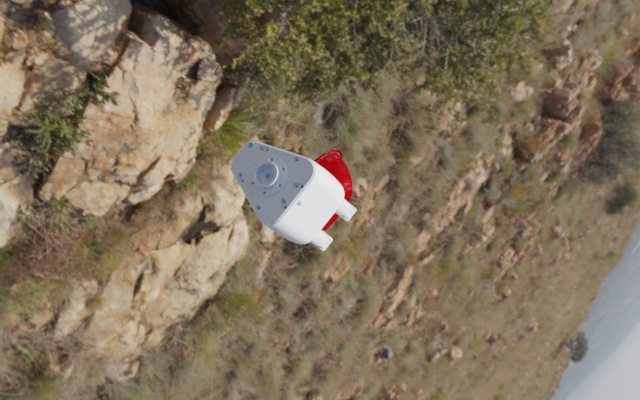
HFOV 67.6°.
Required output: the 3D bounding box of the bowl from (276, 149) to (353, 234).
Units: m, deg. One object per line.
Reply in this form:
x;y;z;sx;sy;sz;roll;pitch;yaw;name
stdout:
0.001;0.003;0.732;0.055;0.162;0.162;38;11;15;bowl
